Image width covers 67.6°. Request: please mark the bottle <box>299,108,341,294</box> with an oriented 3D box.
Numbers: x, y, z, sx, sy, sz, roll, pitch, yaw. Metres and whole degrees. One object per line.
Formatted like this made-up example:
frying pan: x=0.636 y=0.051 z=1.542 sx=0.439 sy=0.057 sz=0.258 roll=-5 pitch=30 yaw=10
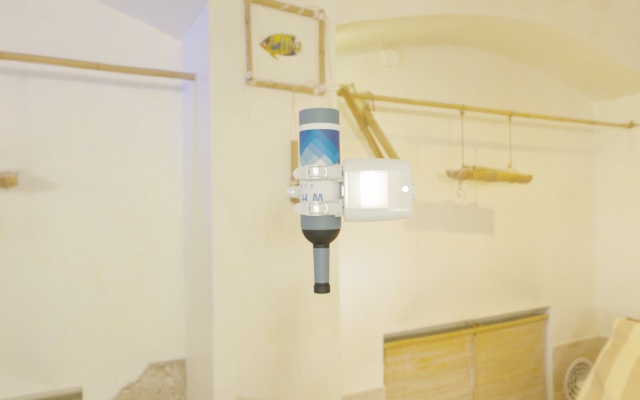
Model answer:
bottle: x=0.000 y=0.002 z=0.776 sx=0.069 sy=0.295 sz=0.069 roll=-1 pitch=0 yaw=0
